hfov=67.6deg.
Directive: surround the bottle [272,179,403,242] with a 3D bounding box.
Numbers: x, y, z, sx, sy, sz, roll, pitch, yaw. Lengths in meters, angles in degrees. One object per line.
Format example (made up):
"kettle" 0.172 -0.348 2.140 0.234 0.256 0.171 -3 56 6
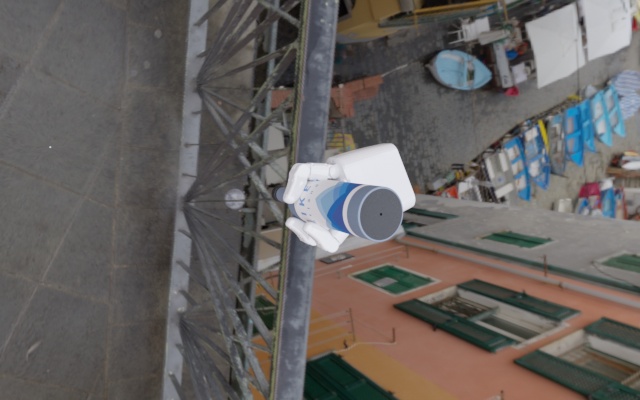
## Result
"bottle" 0.000 0.002 0.691 0.069 0.069 0.295 0 6 -29
